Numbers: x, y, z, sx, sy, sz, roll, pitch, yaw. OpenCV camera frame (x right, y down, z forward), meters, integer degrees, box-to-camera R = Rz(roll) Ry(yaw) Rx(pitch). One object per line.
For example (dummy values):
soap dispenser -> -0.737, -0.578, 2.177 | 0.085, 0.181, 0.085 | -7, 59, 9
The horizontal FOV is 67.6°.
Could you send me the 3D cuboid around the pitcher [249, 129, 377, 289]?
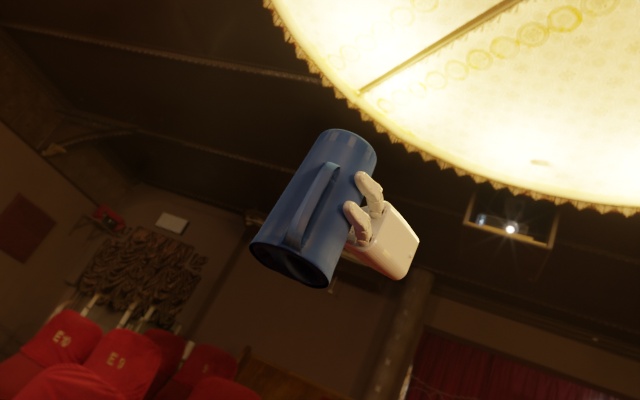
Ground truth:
pitcher -> 0.000, 0.003, 0.751 | 0.149, 0.242, 0.145 | -4, -39, 47
